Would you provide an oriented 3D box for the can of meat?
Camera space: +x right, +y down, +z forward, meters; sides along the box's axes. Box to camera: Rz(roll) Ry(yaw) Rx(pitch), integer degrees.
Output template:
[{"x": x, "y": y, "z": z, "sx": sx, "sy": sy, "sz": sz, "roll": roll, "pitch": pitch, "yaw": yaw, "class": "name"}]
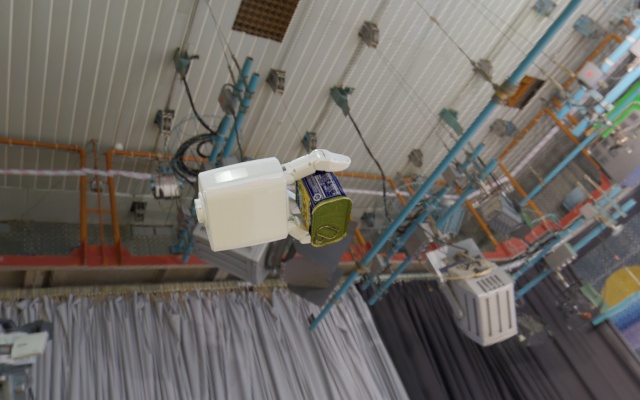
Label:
[{"x": 0.000, "y": 0.002, "z": 0.682, "sx": 0.057, "sy": 0.084, "sz": 0.102, "roll": -15, "pitch": -37, "yaw": -15, "class": "can of meat"}]
